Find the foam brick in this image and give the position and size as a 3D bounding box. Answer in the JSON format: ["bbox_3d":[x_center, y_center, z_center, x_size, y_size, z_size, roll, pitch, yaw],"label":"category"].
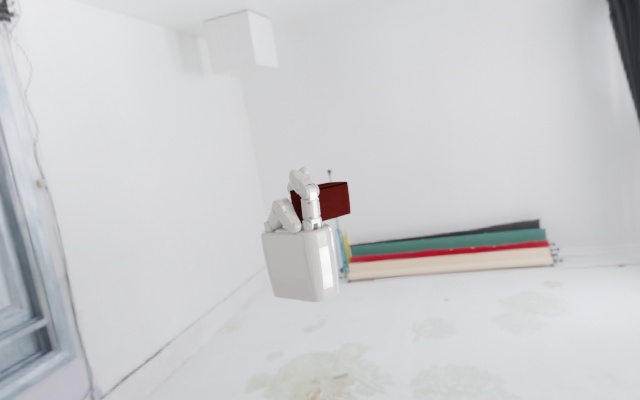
[{"bbox_3d":[0.000,0.002,0.741,0.078,0.051,0.053,-14,9,-33],"label":"foam brick"}]
